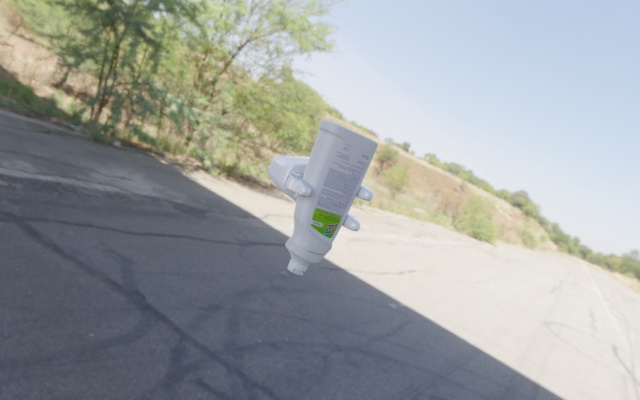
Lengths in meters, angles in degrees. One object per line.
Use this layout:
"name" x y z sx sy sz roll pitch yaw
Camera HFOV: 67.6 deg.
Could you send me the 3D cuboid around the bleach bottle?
"bleach bottle" 0.000 0.003 0.783 0.102 0.251 0.068 20 8 -28
